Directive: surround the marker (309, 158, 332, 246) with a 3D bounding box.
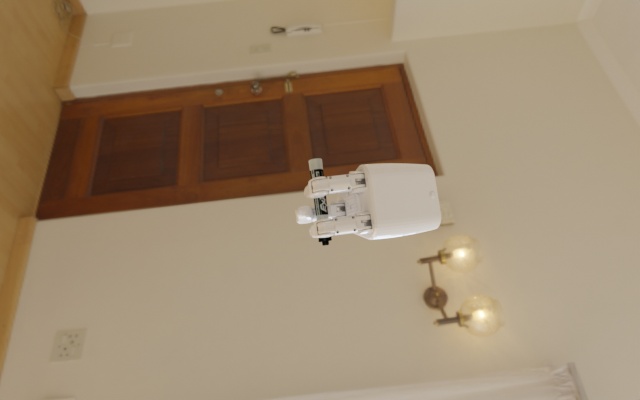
[{"bbox_3d":[0.000,0.002,0.665,0.020,0.121,0.020,-7,-6,-1],"label":"marker"}]
